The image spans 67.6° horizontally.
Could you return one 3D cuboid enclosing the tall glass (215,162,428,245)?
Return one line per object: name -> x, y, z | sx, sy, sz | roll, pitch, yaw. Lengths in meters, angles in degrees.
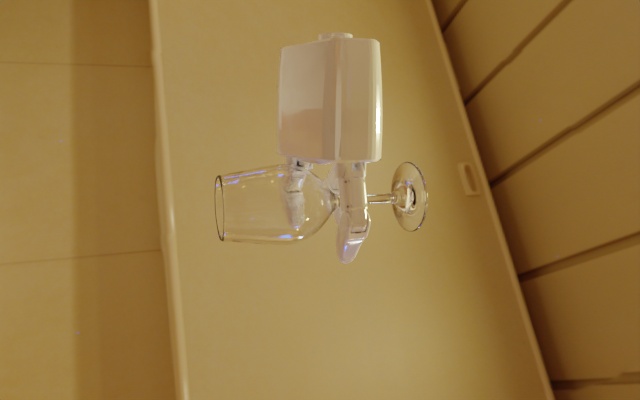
tall glass -> 0.001, 0.002, 0.474 | 0.201, 0.079, 0.079 | -4, 1, -19
